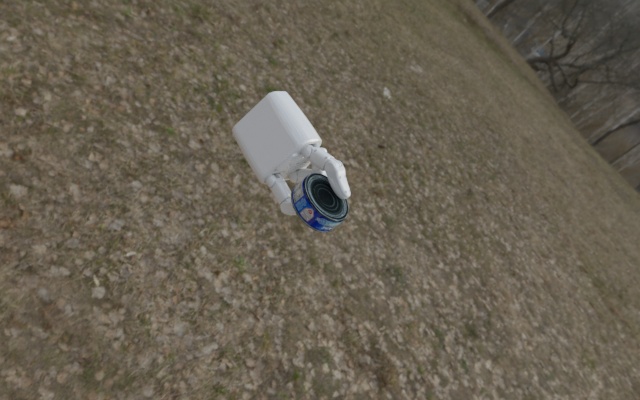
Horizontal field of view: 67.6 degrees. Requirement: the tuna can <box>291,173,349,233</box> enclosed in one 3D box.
[{"bbox_3d":[0.001,0.002,0.703,0.086,0.086,0.034,0,-32,-48],"label":"tuna can"}]
